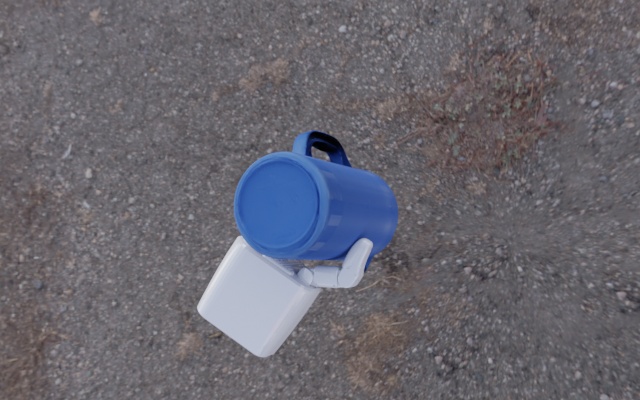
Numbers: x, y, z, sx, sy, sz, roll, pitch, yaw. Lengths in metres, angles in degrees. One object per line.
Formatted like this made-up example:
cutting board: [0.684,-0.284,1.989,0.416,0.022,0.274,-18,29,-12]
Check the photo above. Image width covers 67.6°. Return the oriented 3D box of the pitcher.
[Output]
pitcher: [0.000,0.002,0.579,0.149,0.145,0.243,36,9,21]
